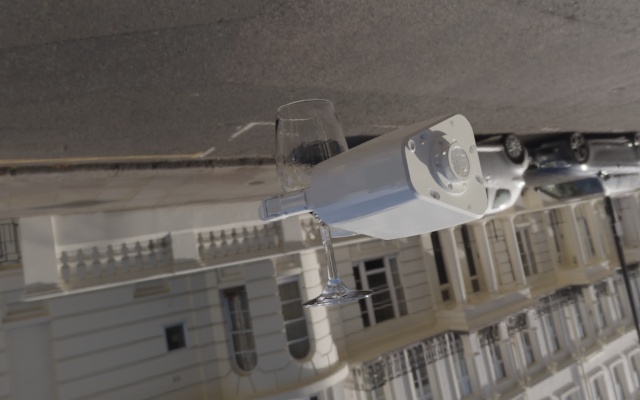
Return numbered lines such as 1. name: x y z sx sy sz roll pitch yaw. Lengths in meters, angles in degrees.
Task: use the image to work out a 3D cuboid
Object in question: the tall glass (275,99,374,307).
1. tall glass: 0.000 0.002 0.489 0.079 0.201 0.079 -10 -6 -1
